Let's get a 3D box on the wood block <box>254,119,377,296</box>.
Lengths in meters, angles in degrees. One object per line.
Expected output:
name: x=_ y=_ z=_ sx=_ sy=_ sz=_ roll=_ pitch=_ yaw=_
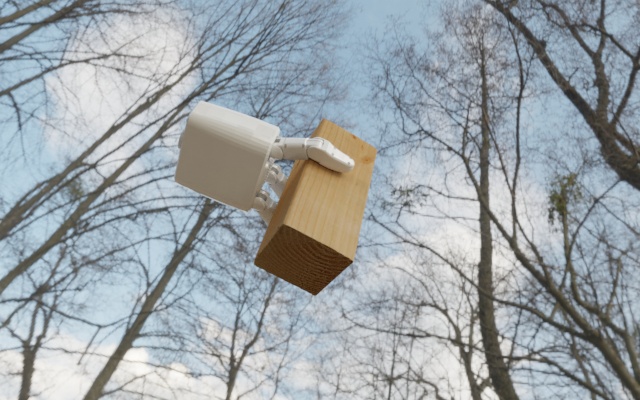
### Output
wood block: x=0.000 y=0.002 z=0.609 sx=0.090 sy=0.206 sz=0.091 roll=29 pitch=-46 yaw=-11
